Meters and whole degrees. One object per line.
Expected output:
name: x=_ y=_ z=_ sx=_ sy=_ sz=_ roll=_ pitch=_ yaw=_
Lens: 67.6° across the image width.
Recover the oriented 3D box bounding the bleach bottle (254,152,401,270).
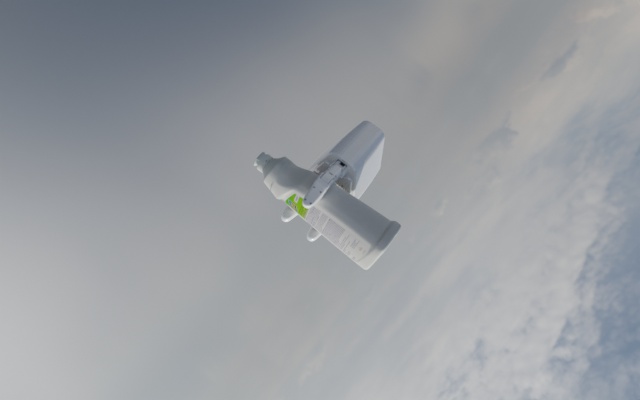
bleach bottle: x=0.000 y=0.003 z=0.764 sx=0.251 sy=0.068 sz=0.103 roll=37 pitch=-33 yaw=6
